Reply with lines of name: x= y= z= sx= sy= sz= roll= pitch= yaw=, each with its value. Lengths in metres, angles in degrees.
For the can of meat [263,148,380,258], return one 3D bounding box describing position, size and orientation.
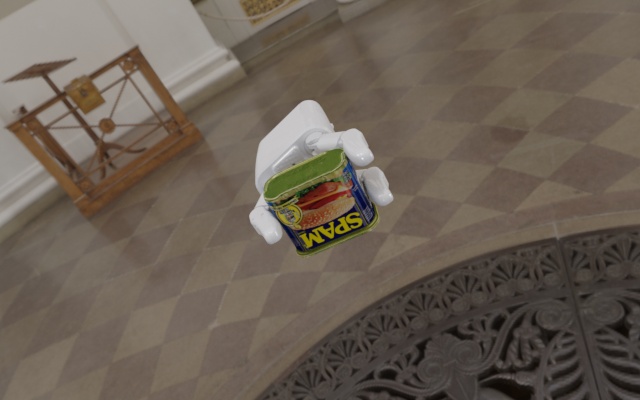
can of meat: x=0.000 y=0.002 z=0.515 sx=0.102 sy=0.084 sz=0.057 roll=-24 pitch=30 yaw=11
